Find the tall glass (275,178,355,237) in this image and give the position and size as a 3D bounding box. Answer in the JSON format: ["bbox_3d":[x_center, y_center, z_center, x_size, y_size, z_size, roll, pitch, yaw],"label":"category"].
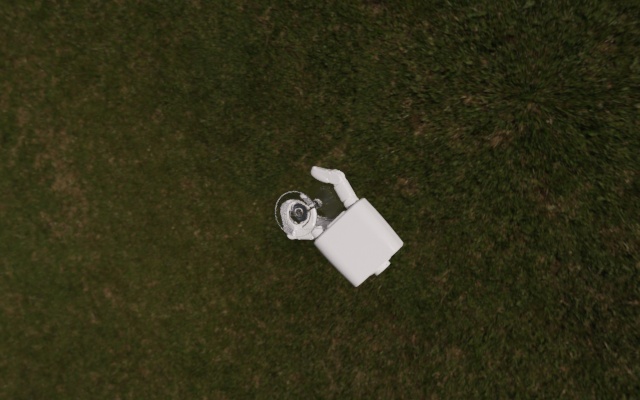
[{"bbox_3d":[0.000,0.003,0.842,0.079,0.079,0.201,0,11,23],"label":"tall glass"}]
